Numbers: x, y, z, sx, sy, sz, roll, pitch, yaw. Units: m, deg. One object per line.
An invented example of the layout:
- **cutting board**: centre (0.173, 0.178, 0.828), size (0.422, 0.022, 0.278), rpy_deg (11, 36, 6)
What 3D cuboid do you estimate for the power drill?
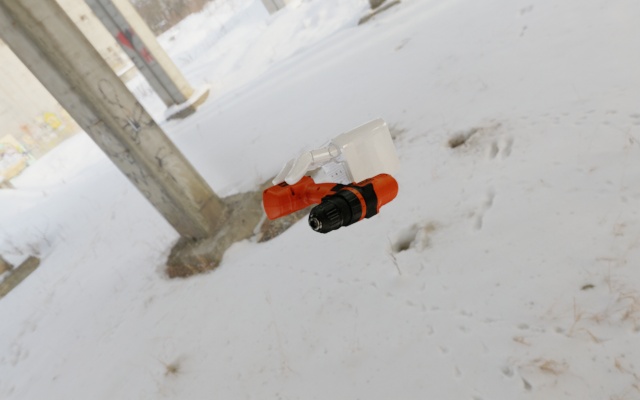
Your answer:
- **power drill**: centre (0.000, 0.002, 0.729), size (0.187, 0.057, 0.184), rpy_deg (4, 18, 42)
